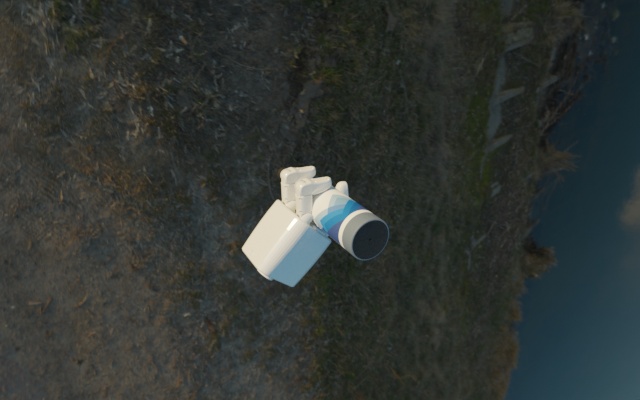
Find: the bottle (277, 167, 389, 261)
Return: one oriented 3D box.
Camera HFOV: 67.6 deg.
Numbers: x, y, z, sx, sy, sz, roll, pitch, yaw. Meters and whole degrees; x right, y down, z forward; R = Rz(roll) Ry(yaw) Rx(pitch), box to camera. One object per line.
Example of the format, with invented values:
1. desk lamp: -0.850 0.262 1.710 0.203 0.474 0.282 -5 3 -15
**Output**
1. bottle: 0.000 0.003 0.796 0.069 0.069 0.295 0 21 -31
